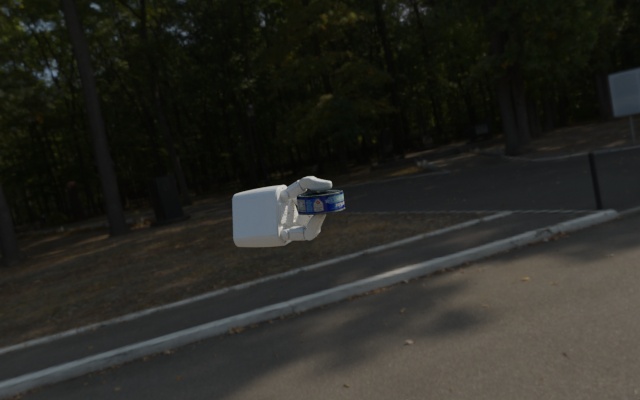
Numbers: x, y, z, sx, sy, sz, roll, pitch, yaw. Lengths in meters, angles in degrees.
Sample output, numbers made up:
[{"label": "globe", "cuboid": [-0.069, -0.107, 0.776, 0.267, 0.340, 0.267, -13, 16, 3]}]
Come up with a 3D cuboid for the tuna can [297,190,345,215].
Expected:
[{"label": "tuna can", "cuboid": [0.000, 0.002, 0.857, 0.086, 0.034, 0.086, -6, 6, 1]}]
